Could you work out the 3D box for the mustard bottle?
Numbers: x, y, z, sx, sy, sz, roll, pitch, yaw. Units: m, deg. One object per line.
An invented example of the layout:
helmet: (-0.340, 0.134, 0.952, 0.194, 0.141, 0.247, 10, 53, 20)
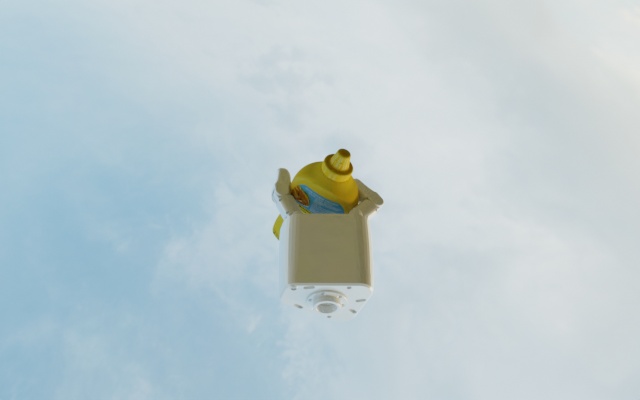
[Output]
mustard bottle: (0.000, 0.002, 0.668, 0.096, 0.192, 0.058, 30, 45, 4)
